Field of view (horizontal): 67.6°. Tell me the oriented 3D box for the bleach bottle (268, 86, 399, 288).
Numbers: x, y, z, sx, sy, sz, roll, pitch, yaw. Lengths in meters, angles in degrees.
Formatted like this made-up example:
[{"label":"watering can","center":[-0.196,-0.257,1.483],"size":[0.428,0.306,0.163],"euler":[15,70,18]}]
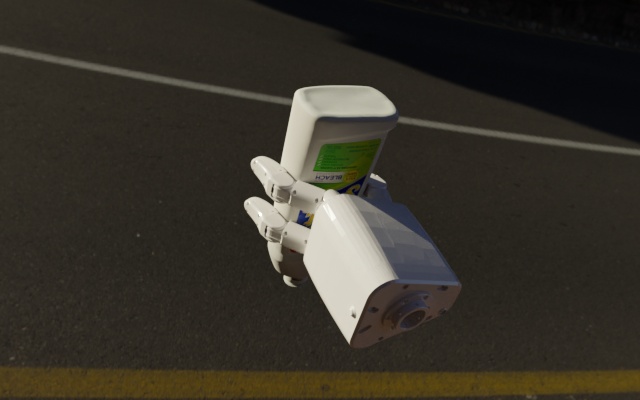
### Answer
[{"label":"bleach bottle","center":[0.000,0.002,0.525],"size":[0.102,0.251,0.068],"euler":[-7,43,-24]}]
